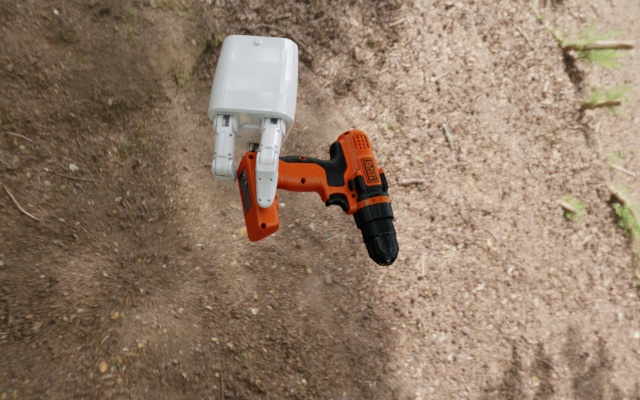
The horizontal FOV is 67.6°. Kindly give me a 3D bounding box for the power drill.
[{"bbox_3d":[0.000,0.002,0.590,0.187,0.184,0.057,-6,-21,-26],"label":"power drill"}]
